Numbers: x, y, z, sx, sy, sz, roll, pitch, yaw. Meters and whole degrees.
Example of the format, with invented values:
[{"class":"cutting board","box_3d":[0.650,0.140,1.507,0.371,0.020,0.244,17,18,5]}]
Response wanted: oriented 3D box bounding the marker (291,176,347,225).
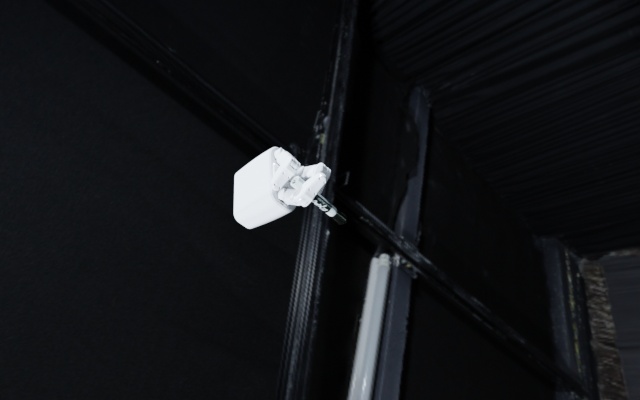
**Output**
[{"class":"marker","box_3d":[0.000,0.003,0.772,0.121,0.020,0.020,39,-22,-30]}]
